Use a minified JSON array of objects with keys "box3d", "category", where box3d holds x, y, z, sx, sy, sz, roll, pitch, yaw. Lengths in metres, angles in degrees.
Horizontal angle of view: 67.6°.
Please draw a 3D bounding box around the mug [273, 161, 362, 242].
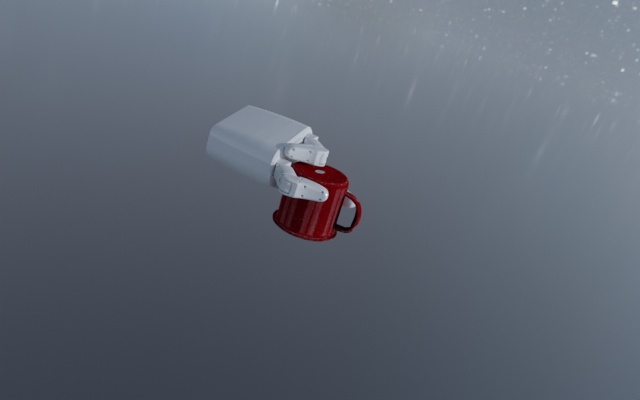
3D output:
[{"box3d":[0.001,0.003,0.644,0.117,0.081,0.093,24,22,15],"category":"mug"}]
